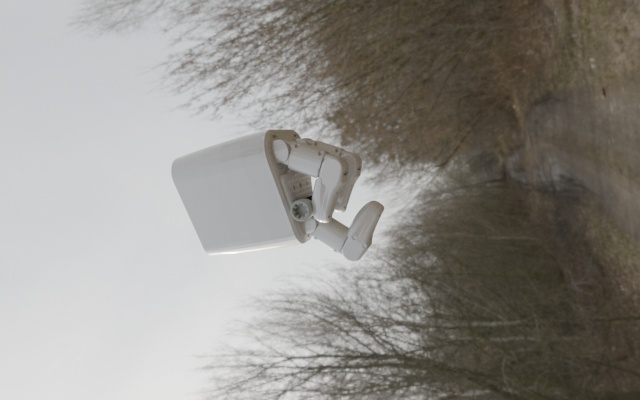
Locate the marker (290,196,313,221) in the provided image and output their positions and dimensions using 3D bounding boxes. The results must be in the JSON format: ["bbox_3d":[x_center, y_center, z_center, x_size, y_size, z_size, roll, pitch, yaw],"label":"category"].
[{"bbox_3d":[0.000,0.002,0.473,0.020,0.020,0.121,0,7,18],"label":"marker"}]
